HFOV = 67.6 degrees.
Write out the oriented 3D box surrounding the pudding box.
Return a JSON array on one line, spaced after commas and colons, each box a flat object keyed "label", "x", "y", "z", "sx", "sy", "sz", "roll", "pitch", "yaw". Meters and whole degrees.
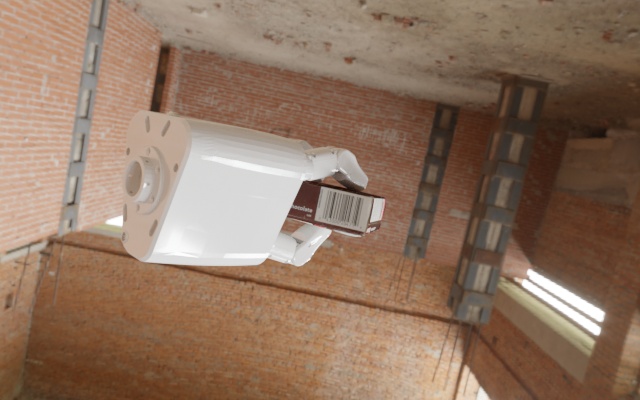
[{"label": "pudding box", "x": 0.000, "y": 0.002, "z": 0.454, "sx": 0.113, "sy": 0.039, "sz": 0.090, "roll": 15, "pitch": 4, "yaw": 14}]
